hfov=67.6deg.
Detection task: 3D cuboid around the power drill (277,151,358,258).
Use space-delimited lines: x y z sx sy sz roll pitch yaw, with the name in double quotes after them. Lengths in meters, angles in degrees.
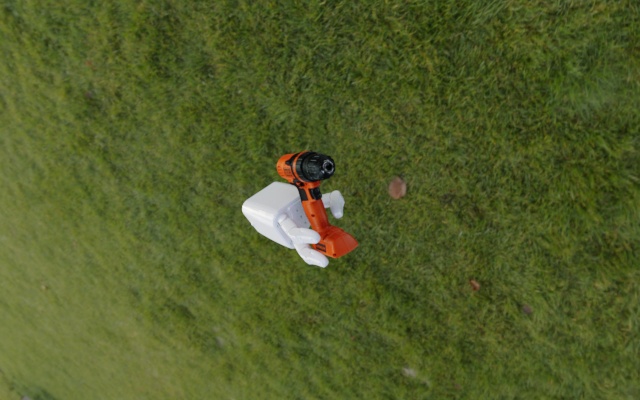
0.000 0.003 0.826 0.057 0.188 0.184 -26 15 -19 "power drill"
